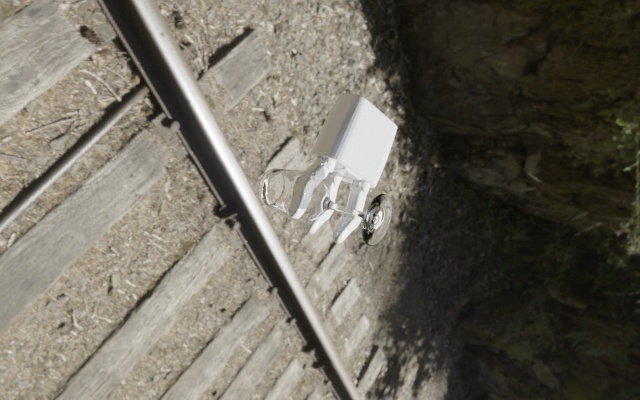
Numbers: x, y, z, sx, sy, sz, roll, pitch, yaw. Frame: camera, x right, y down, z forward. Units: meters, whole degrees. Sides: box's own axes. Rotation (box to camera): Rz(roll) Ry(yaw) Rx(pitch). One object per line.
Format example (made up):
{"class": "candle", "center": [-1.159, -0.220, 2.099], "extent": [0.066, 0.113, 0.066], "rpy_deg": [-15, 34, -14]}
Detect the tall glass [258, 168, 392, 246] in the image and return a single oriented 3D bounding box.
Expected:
{"class": "tall glass", "center": [0.001, 0.003, 0.707], "extent": [0.201, 0.079, 0.079], "rpy_deg": [17, 10, 35]}
